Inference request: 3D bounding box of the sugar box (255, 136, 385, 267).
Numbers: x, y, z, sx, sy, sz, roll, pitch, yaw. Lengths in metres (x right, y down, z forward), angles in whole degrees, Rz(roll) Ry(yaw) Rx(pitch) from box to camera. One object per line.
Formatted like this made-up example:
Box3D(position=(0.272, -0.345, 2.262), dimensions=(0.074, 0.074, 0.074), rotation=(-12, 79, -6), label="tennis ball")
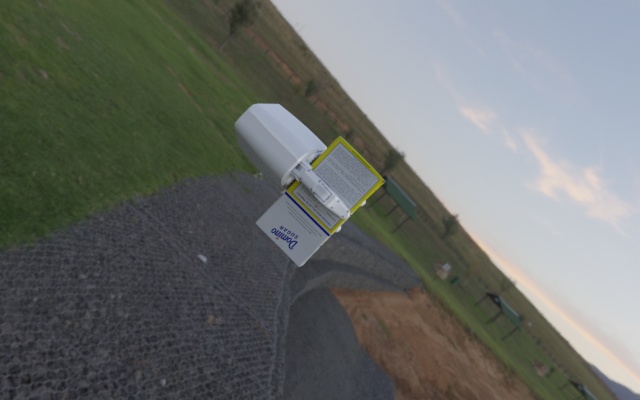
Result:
Box3D(position=(0.000, 0.002, 0.696), dimensions=(0.093, 0.176, 0.048), rotation=(45, 5, 5), label="sugar box")
